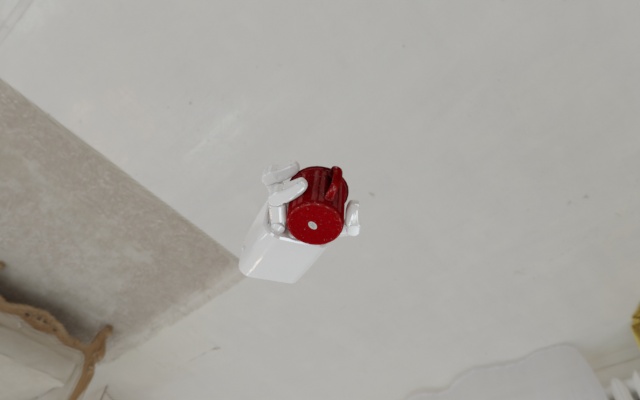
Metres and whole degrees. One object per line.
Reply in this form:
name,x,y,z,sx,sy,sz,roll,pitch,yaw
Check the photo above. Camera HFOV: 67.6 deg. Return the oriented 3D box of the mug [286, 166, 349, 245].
mug,0.001,0.001,0.686,0.093,0.117,0.081,25,36,-15
